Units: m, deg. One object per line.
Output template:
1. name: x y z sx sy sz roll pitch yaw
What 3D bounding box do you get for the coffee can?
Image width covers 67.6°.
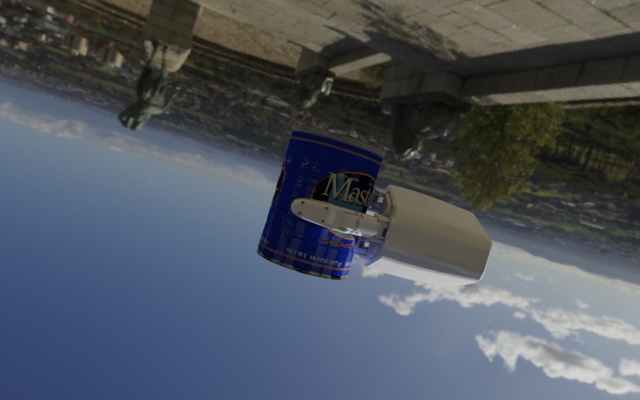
1. coffee can: 0.000 0.001 0.512 0.103 0.140 0.103 17 2 0
